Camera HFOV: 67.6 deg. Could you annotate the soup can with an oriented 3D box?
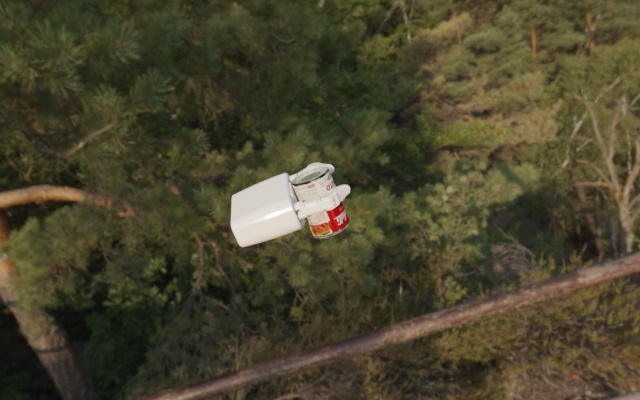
[{"bbox_3d":[0.000,0.002,0.800,0.068,0.102,0.068,-20,18,7],"label":"soup can"}]
